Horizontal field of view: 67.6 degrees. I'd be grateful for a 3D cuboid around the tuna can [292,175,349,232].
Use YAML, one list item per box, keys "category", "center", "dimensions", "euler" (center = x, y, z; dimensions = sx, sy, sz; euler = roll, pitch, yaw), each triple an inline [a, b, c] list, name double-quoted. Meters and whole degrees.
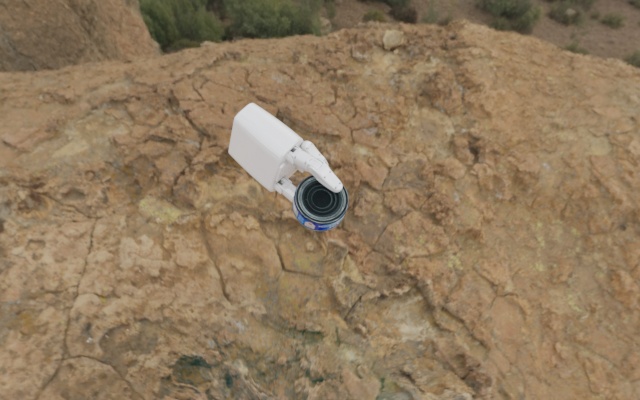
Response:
- category: "tuna can"
  center: [0.000, 0.002, 0.738]
  dimensions: [0.086, 0.086, 0.034]
  euler: [0, -23, -9]
